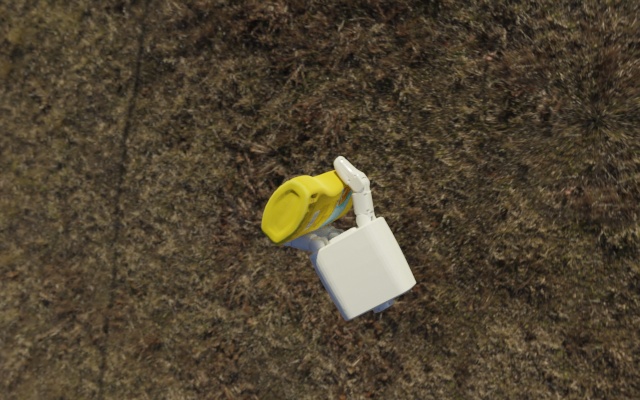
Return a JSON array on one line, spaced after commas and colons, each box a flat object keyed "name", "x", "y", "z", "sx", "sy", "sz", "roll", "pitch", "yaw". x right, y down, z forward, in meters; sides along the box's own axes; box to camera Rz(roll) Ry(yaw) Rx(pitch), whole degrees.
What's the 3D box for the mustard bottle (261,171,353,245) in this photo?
[{"name": "mustard bottle", "x": 0.000, "y": 0.002, "z": 0.687, "sx": 0.058, "sy": 0.096, "sz": 0.191, "roll": 40, "pitch": 26, "yaw": 18}]
